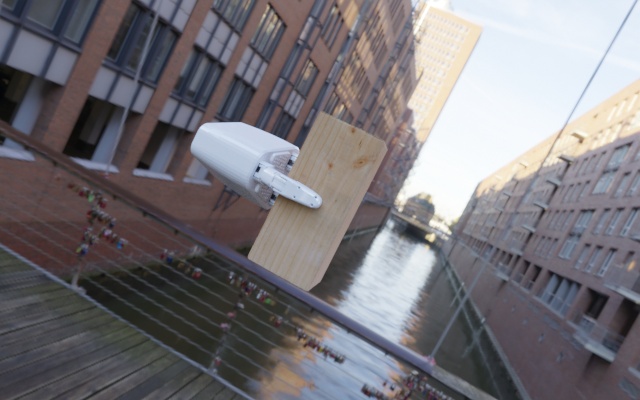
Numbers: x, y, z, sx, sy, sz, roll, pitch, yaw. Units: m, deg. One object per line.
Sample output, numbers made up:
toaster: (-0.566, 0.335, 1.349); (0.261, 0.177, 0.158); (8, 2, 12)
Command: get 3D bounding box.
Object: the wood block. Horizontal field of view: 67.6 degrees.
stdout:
wood block: (0.000, 0.002, 0.624); (0.090, 0.206, 0.091); (27, 4, 11)
